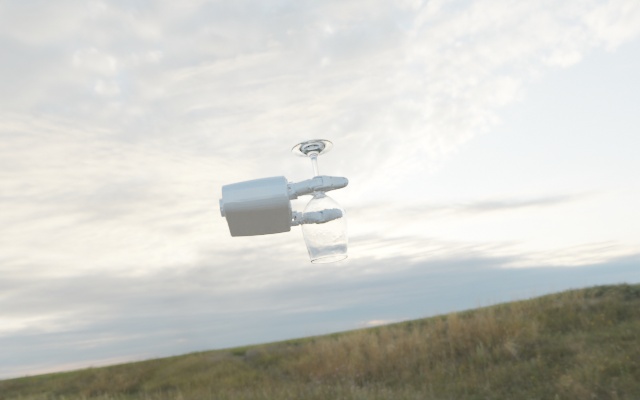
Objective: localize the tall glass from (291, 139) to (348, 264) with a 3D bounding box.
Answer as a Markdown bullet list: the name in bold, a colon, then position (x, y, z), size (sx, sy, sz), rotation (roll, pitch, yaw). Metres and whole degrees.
- **tall glass**: position (0.000, 0.002, 0.807), size (0.079, 0.201, 0.079), rotation (-8, -16, -2)
